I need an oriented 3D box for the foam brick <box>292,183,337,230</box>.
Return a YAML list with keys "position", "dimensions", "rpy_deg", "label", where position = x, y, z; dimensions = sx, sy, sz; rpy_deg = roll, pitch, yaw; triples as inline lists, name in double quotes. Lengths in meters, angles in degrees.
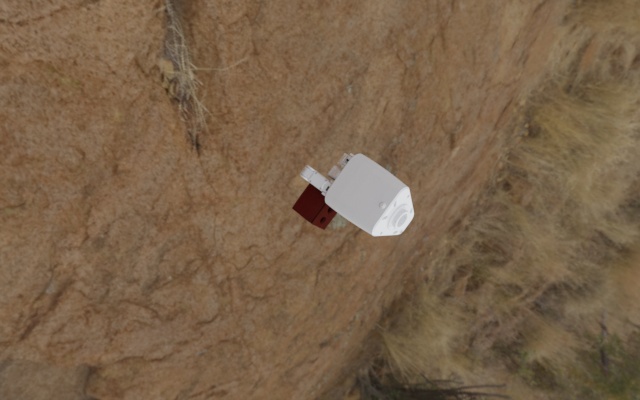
- position: [0.000, 0.003, 0.824]
  dimensions: [0.051, 0.078, 0.053]
  rpy_deg: [37, 3, 29]
  label: "foam brick"
